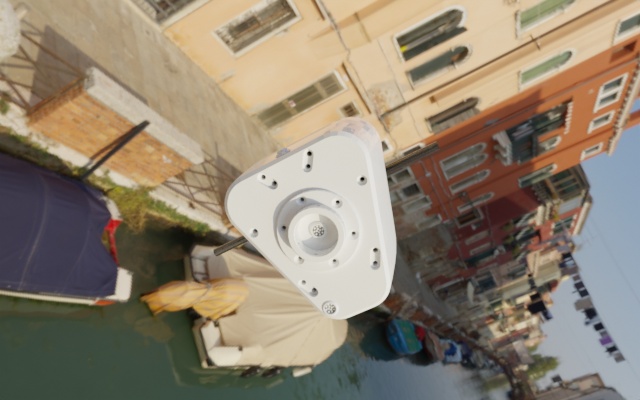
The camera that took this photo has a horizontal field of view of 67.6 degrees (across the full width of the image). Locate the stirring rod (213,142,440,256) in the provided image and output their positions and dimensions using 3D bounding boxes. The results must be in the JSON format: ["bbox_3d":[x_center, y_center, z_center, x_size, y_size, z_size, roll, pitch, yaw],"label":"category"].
[{"bbox_3d":[0.000,0.002,0.456,0.239,0.011,0.011,-26,-6,12],"label":"stirring rod"}]
